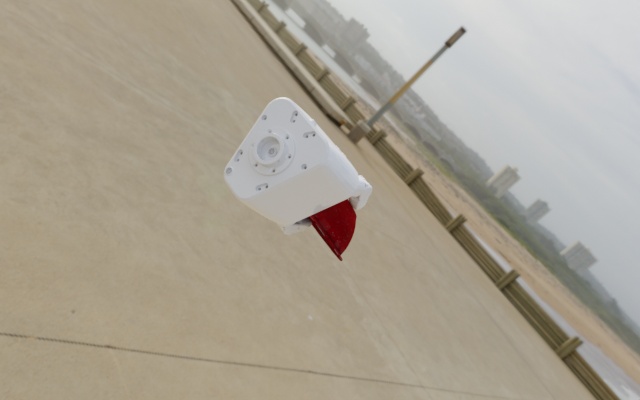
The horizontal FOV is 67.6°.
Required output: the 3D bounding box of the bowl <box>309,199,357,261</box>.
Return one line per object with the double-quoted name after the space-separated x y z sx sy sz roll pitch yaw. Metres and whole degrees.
0.000 0.002 0.648 0.055 0.162 0.162 -37 3 -4 "bowl"
